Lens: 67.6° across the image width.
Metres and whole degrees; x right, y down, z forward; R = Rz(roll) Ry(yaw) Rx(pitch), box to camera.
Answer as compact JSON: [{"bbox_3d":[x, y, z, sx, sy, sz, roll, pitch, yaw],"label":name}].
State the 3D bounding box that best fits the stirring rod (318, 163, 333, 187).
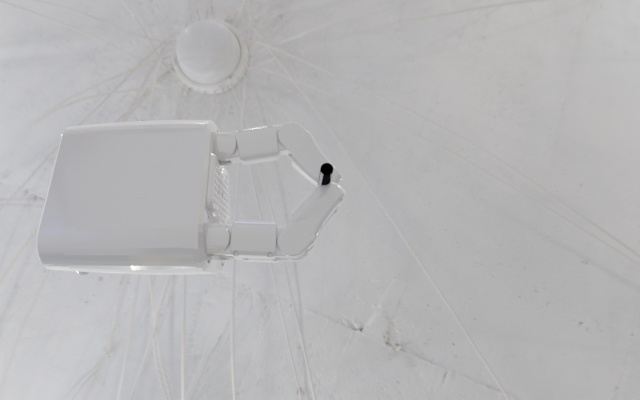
[{"bbox_3d":[0.000,0.001,0.409,0.011,0.011,0.239,0,-10,-2],"label":"stirring rod"}]
